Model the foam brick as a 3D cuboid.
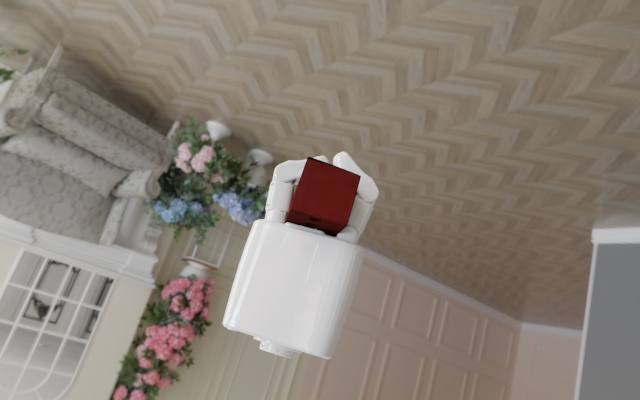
[{"bbox_3d":[0.000,0.001,0.454,0.053,0.051,0.078,19,-17,-3],"label":"foam brick"}]
